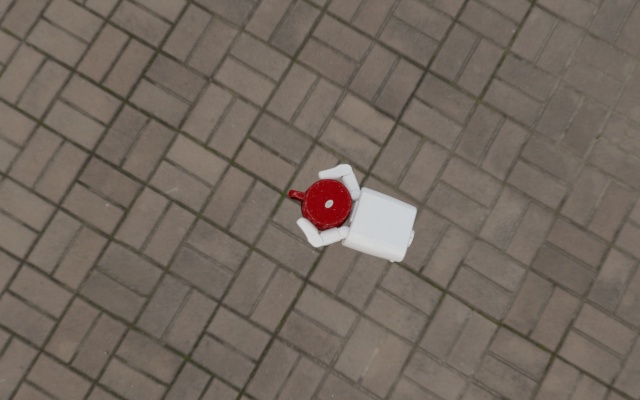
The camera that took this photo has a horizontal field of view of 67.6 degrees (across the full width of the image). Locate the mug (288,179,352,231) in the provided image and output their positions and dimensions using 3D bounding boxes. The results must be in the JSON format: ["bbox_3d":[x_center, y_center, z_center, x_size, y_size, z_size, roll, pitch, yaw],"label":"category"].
[{"bbox_3d":[-0.001,0.002,0.840,0.117,0.093,0.081,19,-6,0],"label":"mug"}]
